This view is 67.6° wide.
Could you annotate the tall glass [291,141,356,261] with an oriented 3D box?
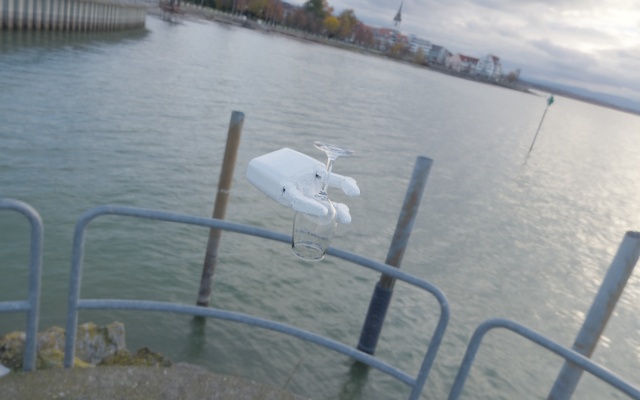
[{"bbox_3d":[0.000,0.002,0.831,0.079,0.201,0.079,12,19,-4],"label":"tall glass"}]
